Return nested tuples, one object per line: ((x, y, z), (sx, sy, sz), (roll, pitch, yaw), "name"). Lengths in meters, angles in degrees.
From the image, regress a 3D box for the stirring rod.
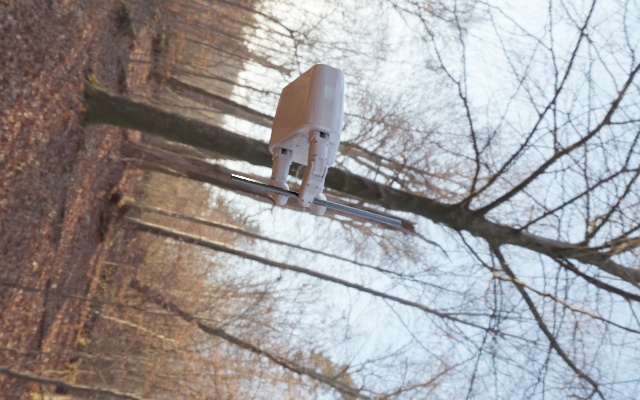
((0.000, 0.002, 0.629), (0.239, 0.011, 0.011), (15, -5, -18), "stirring rod")
